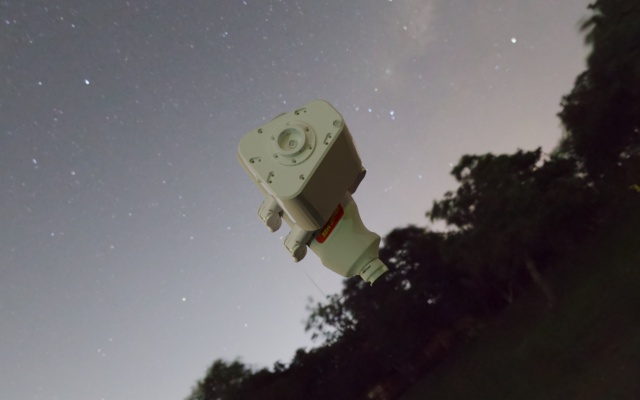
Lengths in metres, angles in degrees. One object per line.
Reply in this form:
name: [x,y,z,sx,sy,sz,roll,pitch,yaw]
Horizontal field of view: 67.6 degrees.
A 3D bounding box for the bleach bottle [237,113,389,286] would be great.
bleach bottle: [0.000,0.002,0.621,0.102,0.250,0.068,-42,-22,-2]
